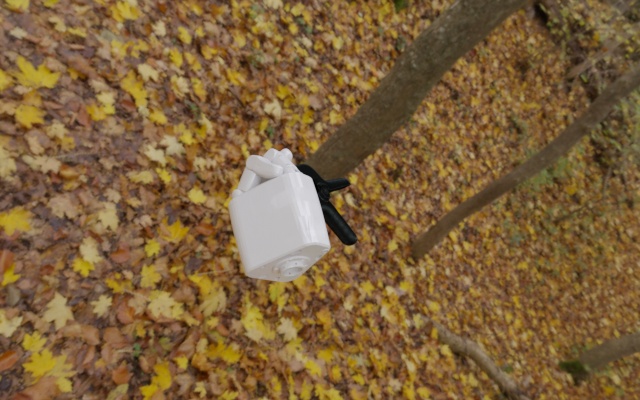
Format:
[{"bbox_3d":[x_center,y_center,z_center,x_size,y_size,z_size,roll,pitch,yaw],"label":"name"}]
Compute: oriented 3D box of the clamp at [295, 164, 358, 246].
[{"bbox_3d":[0.000,0.002,0.722,0.039,0.120,0.171,-34,-33,31],"label":"clamp"}]
